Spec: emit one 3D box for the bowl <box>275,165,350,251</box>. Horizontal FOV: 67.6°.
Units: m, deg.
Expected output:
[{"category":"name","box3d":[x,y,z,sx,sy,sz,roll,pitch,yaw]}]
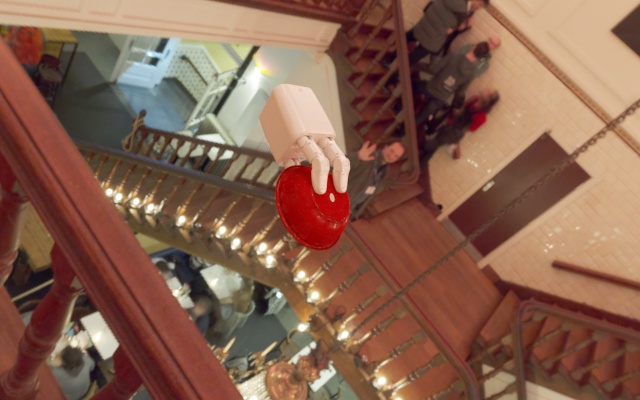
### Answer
[{"category":"bowl","box3d":[0.001,0.004,0.830,0.055,0.162,0.162,-26,-18,40]}]
